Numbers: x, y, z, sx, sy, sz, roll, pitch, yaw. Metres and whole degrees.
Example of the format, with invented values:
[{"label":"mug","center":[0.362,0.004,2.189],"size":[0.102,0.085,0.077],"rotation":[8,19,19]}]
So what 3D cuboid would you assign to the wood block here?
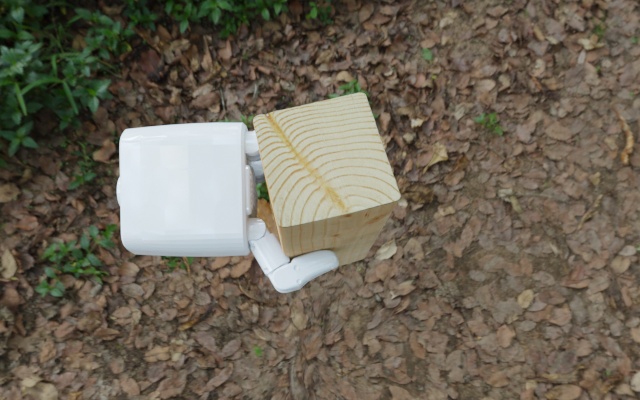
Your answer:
[{"label":"wood block","center":[0.000,0.002,0.438],"size":[0.090,0.090,0.206],"rotation":[-13,-17,-6]}]
